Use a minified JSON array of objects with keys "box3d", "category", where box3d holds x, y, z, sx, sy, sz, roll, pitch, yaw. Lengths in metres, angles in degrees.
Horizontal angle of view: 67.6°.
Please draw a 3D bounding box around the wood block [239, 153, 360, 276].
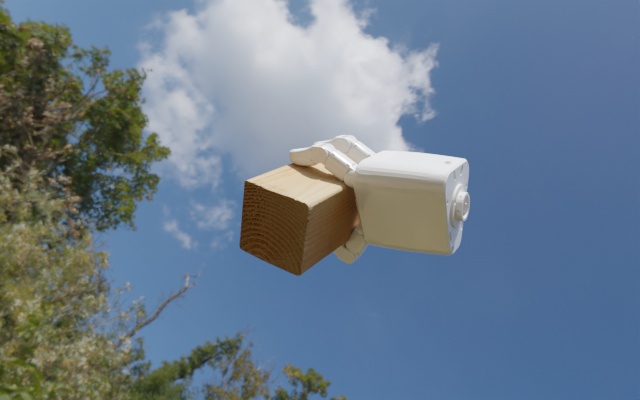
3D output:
[{"box3d":[0.000,0.002,0.606,0.090,0.091,0.206,20,26,26],"category":"wood block"}]
